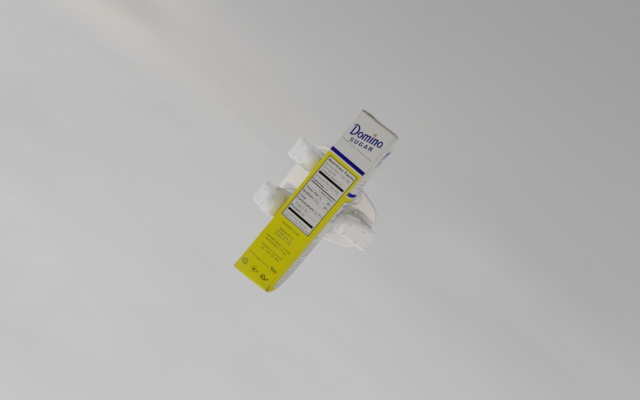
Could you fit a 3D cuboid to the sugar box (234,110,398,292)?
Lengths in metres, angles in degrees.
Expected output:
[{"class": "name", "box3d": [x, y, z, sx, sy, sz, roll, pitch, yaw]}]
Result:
[{"class": "sugar box", "box3d": [0.000, 0.001, 0.447, 0.048, 0.176, 0.093, 38, 5, 6]}]
